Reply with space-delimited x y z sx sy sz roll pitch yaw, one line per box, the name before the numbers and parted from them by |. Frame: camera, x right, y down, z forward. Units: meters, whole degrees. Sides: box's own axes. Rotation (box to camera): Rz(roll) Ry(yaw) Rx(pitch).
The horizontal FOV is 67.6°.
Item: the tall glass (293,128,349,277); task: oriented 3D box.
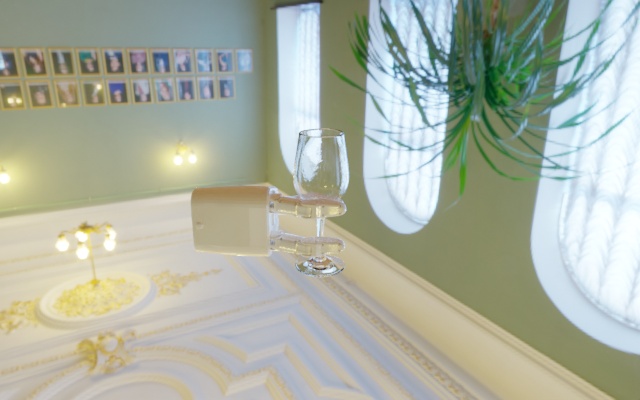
tall glass | 0.000 0.003 0.678 0.079 0.201 0.079 1 19 0
